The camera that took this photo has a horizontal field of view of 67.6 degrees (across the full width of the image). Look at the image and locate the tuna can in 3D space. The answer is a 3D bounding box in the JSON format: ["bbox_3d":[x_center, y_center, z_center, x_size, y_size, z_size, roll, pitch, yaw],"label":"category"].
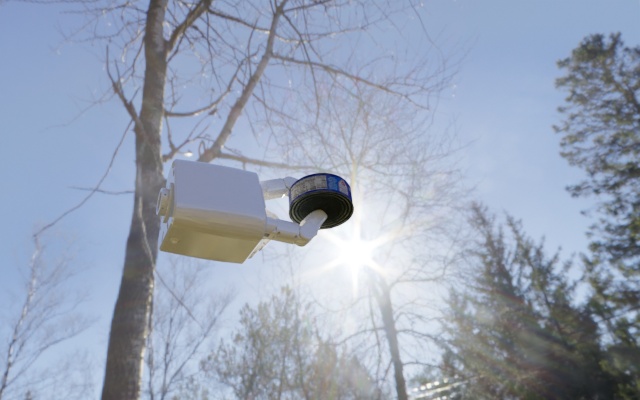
[{"bbox_3d":[0.000,0.002,0.631,0.086,0.033,0.086,-3,-37,-2],"label":"tuna can"}]
